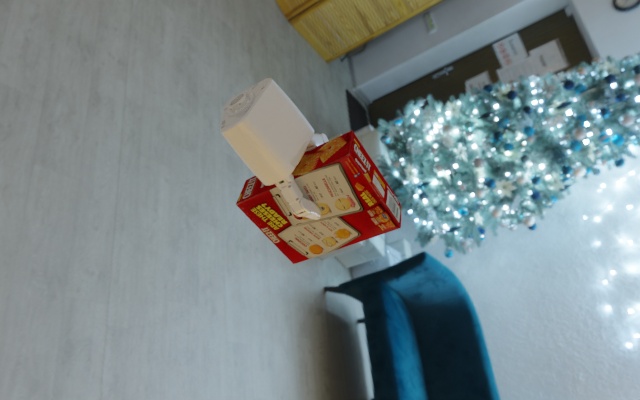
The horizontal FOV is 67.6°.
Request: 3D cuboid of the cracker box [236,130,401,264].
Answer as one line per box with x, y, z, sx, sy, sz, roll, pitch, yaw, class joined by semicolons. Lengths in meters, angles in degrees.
0.000;0.003;0.775;0.214;0.072;0.164;-22;-55;27;cracker box
